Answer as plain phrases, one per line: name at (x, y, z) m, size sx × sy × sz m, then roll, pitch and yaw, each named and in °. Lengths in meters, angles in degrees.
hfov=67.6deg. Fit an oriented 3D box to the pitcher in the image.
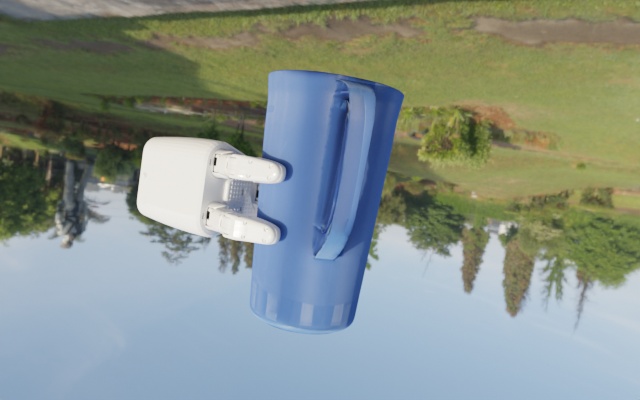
pitcher at (0.000, 0.001, 0.466) m, size 0.145 × 0.243 × 0.149 m, roll 11°, pitch 5°, yaw 30°
